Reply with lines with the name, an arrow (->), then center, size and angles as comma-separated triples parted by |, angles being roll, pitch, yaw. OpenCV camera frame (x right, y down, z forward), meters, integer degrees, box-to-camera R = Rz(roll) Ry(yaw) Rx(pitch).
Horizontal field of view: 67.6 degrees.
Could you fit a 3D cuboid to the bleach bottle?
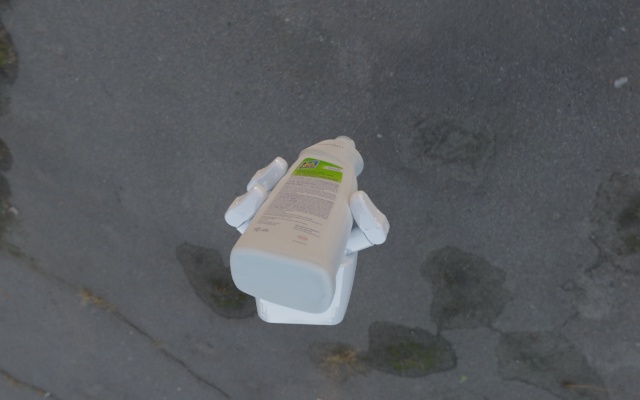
bleach bottle -> 0.000, 0.002, 0.517 | 0.102, 0.068, 0.250 | 13, 38, 13
